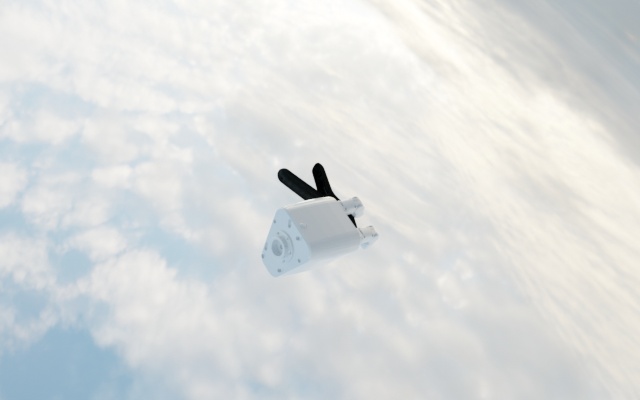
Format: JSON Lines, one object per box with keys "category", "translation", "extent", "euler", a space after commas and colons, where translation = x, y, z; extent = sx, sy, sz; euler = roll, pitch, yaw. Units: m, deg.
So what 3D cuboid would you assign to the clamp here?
{"category": "clamp", "translation": [0.000, 0.003, 0.808], "extent": [0.120, 0.171, 0.039], "euler": [-8, -34, -46]}
